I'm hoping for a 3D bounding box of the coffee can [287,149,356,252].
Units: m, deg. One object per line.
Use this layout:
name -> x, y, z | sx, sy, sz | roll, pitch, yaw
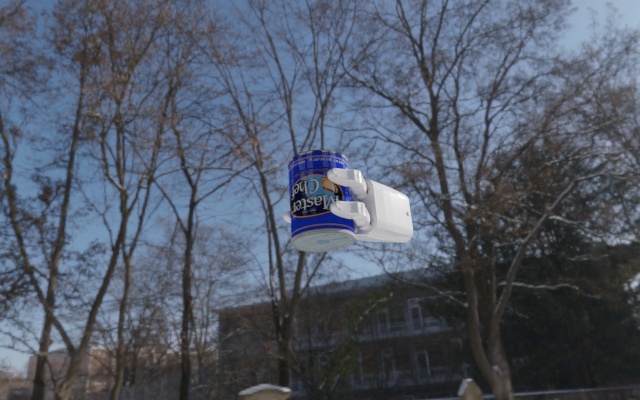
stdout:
coffee can -> 0.000, 0.003, 0.778 | 0.103, 0.140, 0.103 | -4, -22, -1
